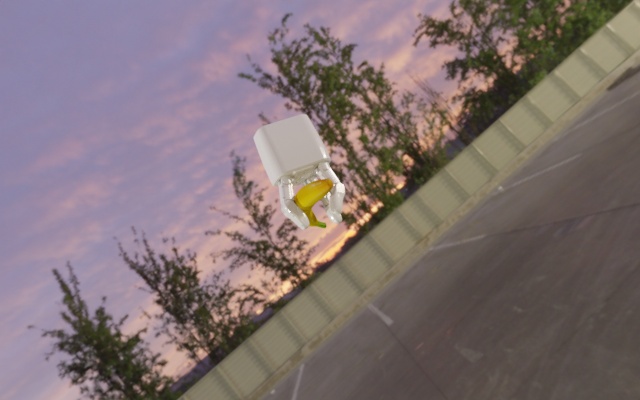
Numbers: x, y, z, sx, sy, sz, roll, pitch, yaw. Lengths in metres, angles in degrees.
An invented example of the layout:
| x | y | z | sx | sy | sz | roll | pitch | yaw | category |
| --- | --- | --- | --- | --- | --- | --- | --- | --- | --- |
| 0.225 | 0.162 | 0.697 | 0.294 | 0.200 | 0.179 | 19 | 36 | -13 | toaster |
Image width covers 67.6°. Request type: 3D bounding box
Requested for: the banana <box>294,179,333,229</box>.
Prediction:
| x | y | z | sx | sy | sz | roll | pitch | yaw | category |
| --- | --- | --- | --- | --- | --- | --- | --- | --- | --- |
| -0.019 | 0.006 | 0.872 | 0.069 | 0.037 | 0.198 | -6 | -22 | -5 | banana |
